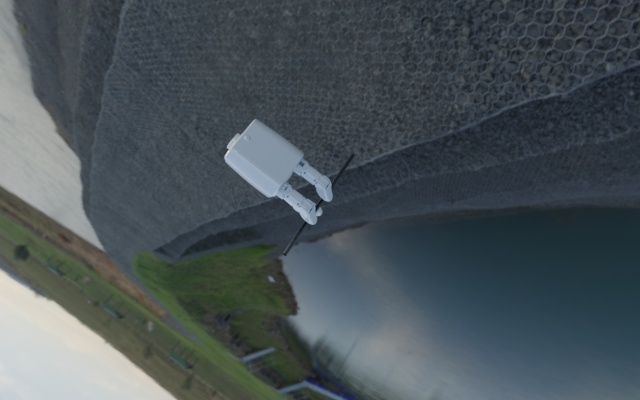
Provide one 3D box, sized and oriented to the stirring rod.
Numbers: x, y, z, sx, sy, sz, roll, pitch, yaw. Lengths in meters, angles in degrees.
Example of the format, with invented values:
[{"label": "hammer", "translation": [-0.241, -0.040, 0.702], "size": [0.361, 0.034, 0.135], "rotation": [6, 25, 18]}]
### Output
[{"label": "stirring rod", "translation": [0.000, 0.003, 0.876], "size": [0.011, 0.239, 0.011], "rotation": [29, -23, 14]}]
